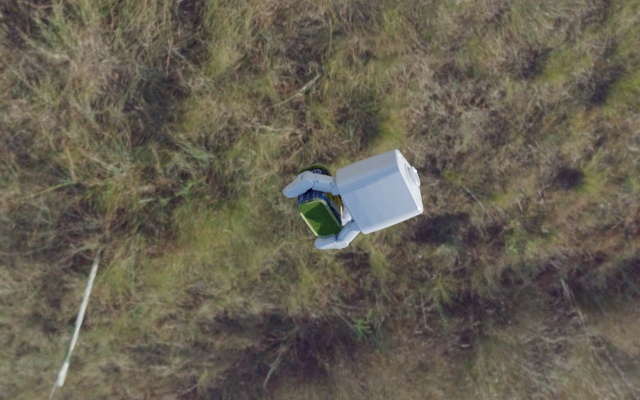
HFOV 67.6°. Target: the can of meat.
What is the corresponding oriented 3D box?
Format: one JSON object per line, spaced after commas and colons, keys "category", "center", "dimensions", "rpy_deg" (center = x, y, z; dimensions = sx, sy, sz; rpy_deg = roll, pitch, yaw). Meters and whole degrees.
{"category": "can of meat", "center": [0.000, 0.003, 0.820], "dimensions": [0.057, 0.083, 0.102], "rpy_deg": [-18, -46, 18]}
